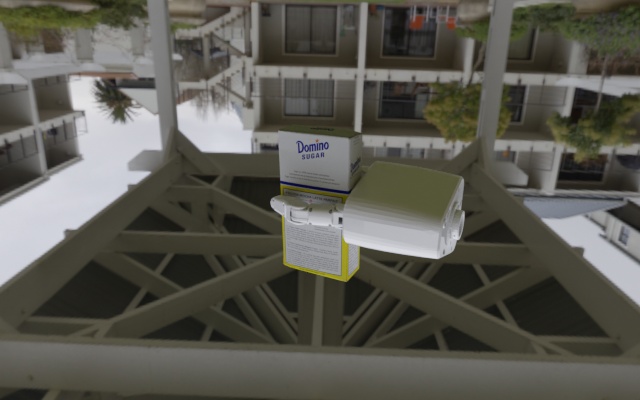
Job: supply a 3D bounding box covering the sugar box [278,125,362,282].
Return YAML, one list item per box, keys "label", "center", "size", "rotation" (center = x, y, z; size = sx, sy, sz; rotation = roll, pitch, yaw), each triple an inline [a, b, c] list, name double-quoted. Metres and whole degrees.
- label: "sugar box"
  center: [0.000, 0.002, 0.572]
  size: [0.093, 0.176, 0.048]
  rotation: [11, 21, 25]
